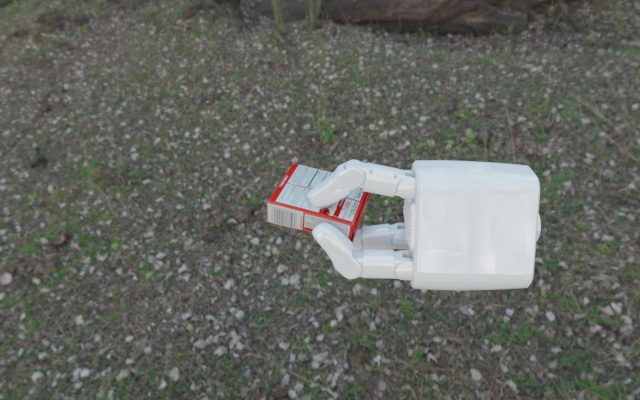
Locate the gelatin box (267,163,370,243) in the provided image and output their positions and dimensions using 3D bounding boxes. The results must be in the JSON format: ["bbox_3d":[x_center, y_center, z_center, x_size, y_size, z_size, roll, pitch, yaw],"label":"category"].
[{"bbox_3d":[0.000,0.001,0.479,0.089,0.030,0.073,15,39,10],"label":"gelatin box"}]
